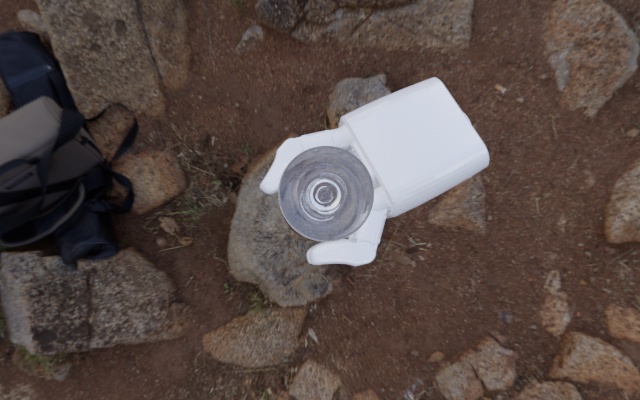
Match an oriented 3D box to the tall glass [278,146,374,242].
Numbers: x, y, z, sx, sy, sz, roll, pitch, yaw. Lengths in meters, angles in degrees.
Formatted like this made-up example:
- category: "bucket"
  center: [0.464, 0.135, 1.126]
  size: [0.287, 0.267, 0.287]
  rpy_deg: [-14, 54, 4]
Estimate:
- category: "tall glass"
  center: [0.000, 0.001, 0.464]
  size: [0.079, 0.079, 0.201]
  rpy_deg: [0, -4, -3]
